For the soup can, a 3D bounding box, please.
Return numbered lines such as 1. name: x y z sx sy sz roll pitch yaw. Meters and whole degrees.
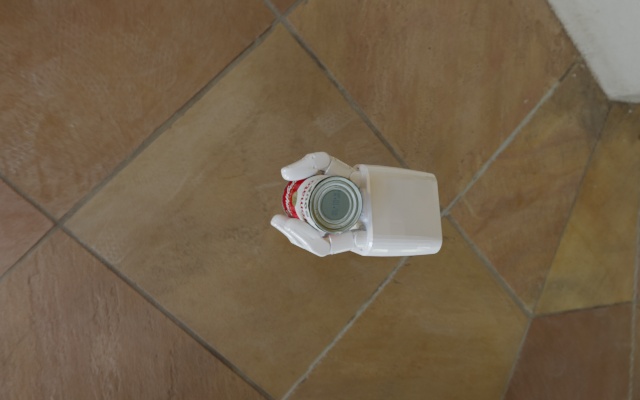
1. soup can: 0.000 0.002 0.577 0.068 0.068 0.102 0 4 -21
